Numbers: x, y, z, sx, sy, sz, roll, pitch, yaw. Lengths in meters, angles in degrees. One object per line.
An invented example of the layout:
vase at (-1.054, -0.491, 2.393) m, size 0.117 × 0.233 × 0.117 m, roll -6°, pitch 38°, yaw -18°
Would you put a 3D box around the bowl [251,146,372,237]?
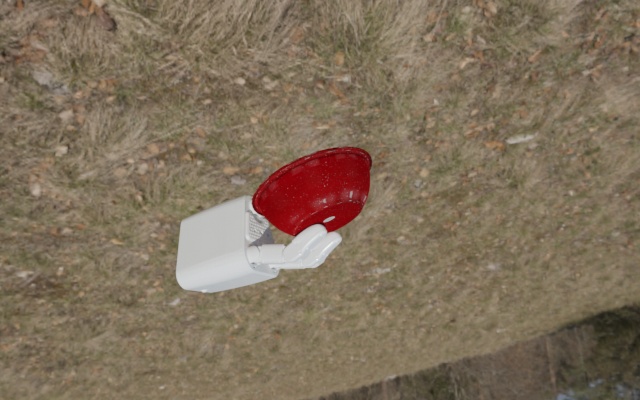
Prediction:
bowl at (0.001, 0.002, 0.589) m, size 0.162 × 0.055 × 0.162 m, roll -20°, pitch -23°, yaw -9°
